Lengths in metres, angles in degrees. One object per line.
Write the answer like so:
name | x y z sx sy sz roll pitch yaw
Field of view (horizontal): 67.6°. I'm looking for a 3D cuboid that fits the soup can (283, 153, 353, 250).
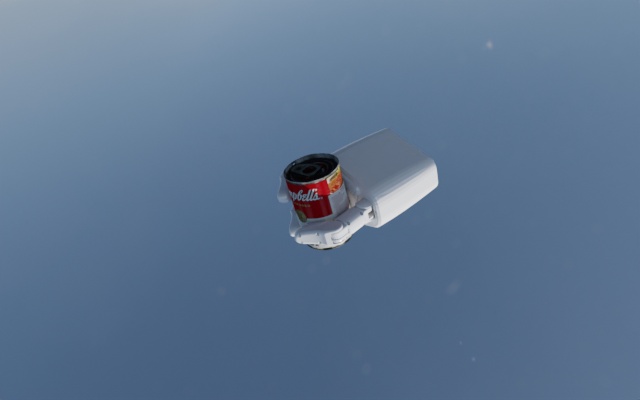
soup can | 0.000 0.002 0.590 0.068 0.102 0.068 -11 32 7
